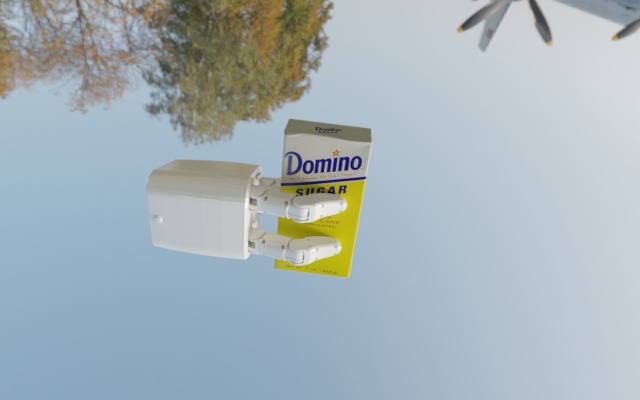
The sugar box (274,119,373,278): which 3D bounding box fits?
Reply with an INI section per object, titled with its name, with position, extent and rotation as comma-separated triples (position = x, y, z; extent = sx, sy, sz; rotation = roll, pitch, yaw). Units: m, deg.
[sugar box]
position = 0.000, 0.002, 0.538
extent = 0.093, 0.176, 0.048
rotation = 6, 31, 0
